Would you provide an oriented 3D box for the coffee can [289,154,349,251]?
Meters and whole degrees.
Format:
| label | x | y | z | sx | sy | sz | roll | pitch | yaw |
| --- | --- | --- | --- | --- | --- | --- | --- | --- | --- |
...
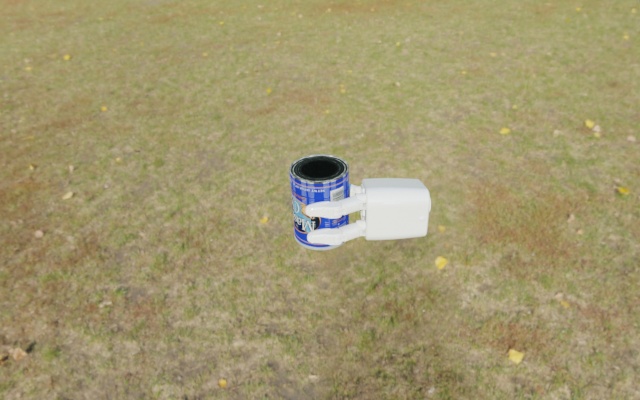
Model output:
| label | x | y | z | sx | sy | sz | roll | pitch | yaw |
| --- | --- | --- | --- | --- | --- | --- | --- | --- | --- |
| coffee can | 0.000 | 0.003 | 0.848 | 0.103 | 0.140 | 0.102 | -2 | 32 | 1 |
